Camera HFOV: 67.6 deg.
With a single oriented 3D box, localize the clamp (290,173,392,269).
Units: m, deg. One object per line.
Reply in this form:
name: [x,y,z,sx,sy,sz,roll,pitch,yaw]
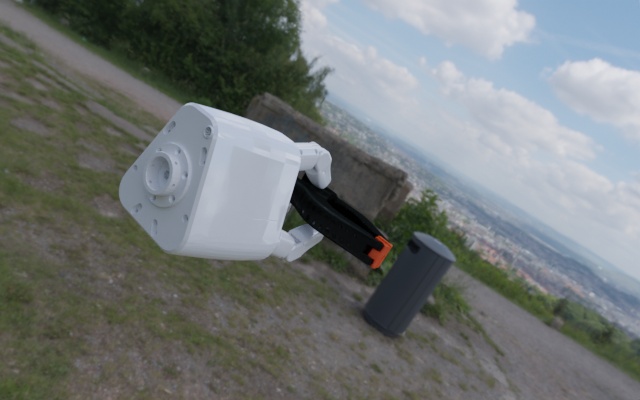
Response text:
clamp: [0.001,0.001,0.531,0.210,0.036,0.164,38,13,29]
